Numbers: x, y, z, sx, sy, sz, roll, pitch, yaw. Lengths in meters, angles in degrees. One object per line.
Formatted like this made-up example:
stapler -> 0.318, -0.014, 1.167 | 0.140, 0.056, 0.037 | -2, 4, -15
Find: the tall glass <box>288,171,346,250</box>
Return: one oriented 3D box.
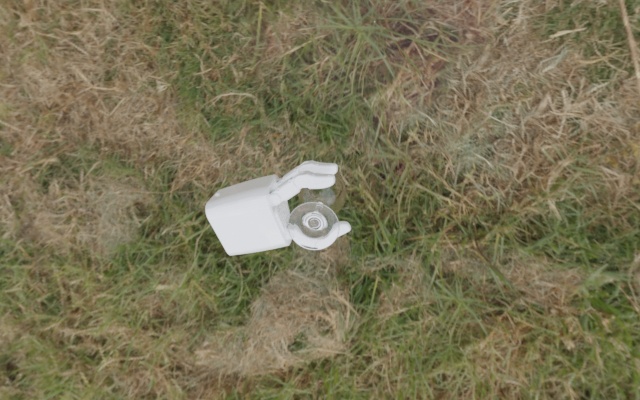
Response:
tall glass -> 0.000, 0.003, 0.765 | 0.079, 0.079, 0.201 | 0, 20, 7
